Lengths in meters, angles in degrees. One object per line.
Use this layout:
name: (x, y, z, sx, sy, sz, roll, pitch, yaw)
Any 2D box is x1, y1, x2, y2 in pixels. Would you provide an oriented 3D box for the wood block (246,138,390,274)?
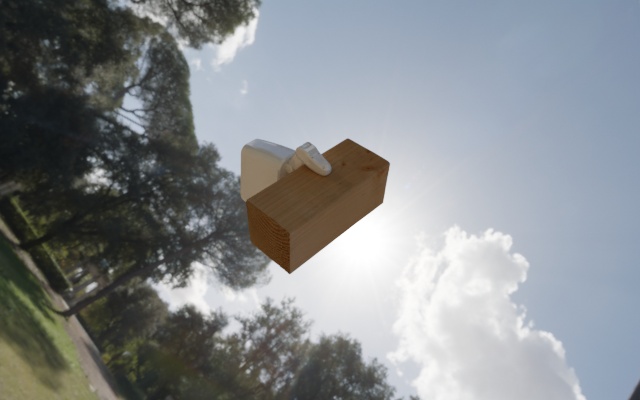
wood block: (0.000, 0.002, 0.710, 0.090, 0.091, 0.206, 35, 53, 29)
